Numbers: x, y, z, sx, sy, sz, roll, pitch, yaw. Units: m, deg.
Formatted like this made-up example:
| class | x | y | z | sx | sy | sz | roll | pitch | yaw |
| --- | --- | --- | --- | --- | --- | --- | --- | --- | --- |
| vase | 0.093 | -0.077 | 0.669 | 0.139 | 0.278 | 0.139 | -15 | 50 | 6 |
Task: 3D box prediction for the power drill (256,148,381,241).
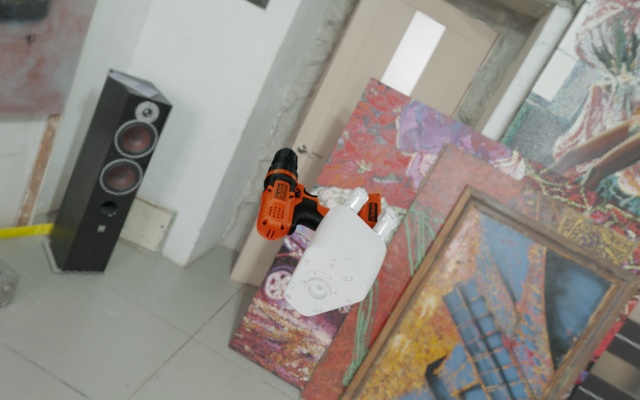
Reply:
| class | x | y | z | sx | sy | sz | roll | pitch | yaw |
| --- | --- | --- | --- | --- | --- | --- | --- | --- | --- |
| power drill | 0.001 | 0.003 | 0.750 | 0.187 | 0.184 | 0.057 | 15 | -43 | -8 |
